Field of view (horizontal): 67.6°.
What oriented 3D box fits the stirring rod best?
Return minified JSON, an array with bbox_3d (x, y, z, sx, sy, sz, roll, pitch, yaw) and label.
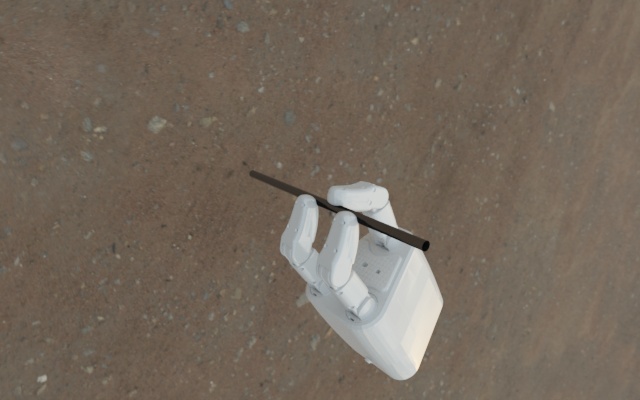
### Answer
[{"bbox_3d":[0.000,0.001,0.420,0.011,0.011,0.239,0,14,-39],"label":"stirring rod"}]
